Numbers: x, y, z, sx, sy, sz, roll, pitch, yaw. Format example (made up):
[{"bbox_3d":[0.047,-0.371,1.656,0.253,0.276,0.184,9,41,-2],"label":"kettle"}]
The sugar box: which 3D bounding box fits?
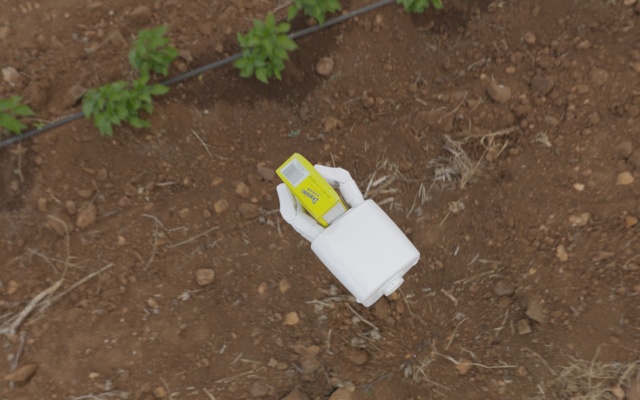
[{"bbox_3d":[0.000,0.003,0.702,0.048,0.093,0.176,-40,-20,-3],"label":"sugar box"}]
